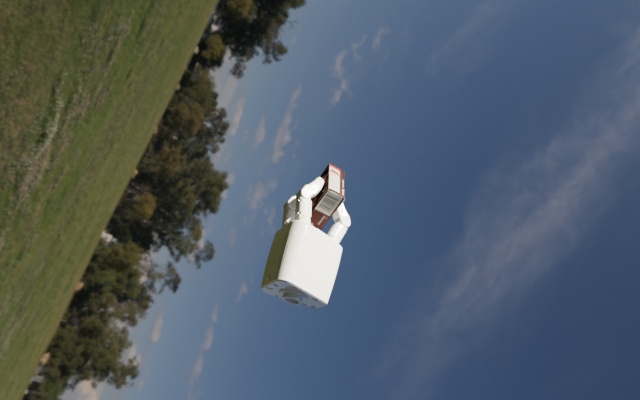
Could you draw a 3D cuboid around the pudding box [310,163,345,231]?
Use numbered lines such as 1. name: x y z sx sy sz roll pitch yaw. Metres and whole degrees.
1. pudding box: 0.000 0.003 0.857 0.039 0.113 0.090 28 31 -17
